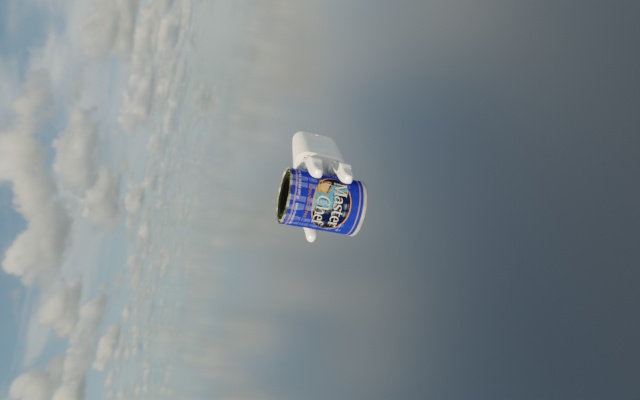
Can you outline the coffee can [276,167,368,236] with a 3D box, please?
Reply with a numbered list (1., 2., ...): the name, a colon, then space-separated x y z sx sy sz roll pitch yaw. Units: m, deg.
1. coffee can: 0.000 0.003 0.855 0.140 0.103 0.103 10 -3 -15
